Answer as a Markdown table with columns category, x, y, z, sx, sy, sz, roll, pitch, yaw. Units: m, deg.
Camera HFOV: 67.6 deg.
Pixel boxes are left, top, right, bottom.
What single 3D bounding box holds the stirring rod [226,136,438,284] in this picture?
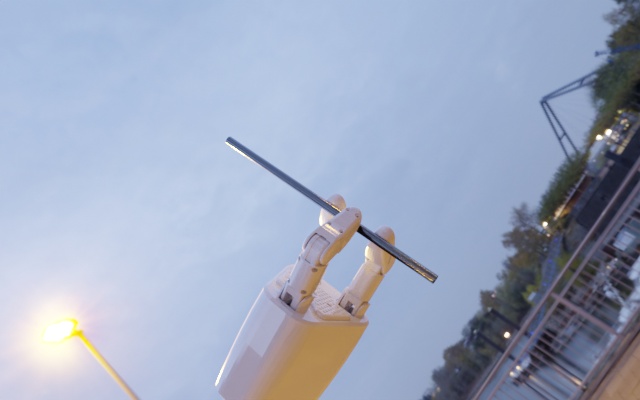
| category | x | y | z | sx | sy | sz | roll | pitch | yaw |
| --- | --- | --- | --- | --- | --- | --- | --- | --- | --- |
| stirring rod | 0.000 | 0.002 | 0.427 | 0.239 | 0.011 | 0.011 | 34 | 15 | 24 |
